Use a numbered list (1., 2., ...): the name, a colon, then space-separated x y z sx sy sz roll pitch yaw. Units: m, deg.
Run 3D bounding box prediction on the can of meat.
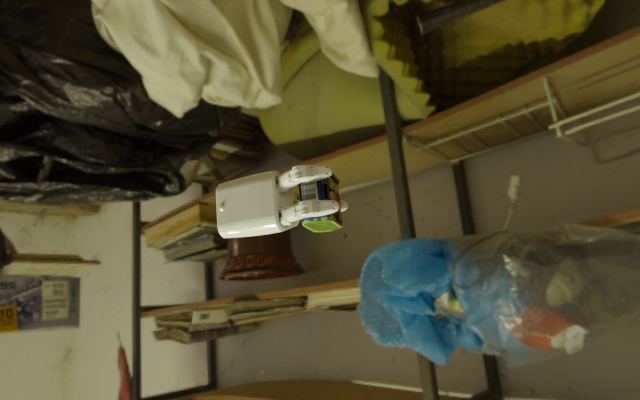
1. can of meat: 0.000 0.003 0.776 0.057 0.084 0.102 -9 -14 14
